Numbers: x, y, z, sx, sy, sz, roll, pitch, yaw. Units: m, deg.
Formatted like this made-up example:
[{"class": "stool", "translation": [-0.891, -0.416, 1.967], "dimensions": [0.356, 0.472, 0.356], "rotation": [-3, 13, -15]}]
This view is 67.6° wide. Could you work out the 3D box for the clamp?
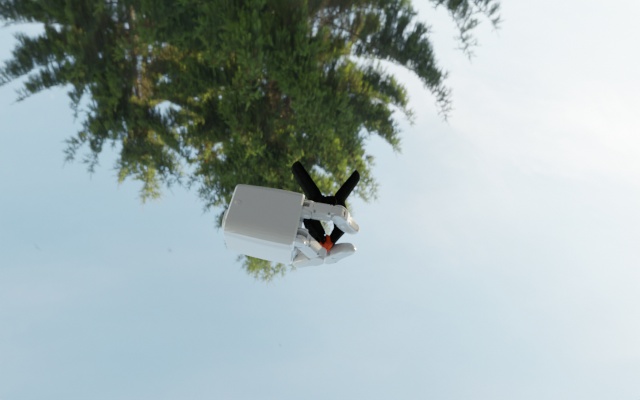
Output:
[{"class": "clamp", "translation": [0.000, 0.003, 0.788], "dimensions": [0.120, 0.171, 0.039], "rotation": [11, -40, -1]}]
